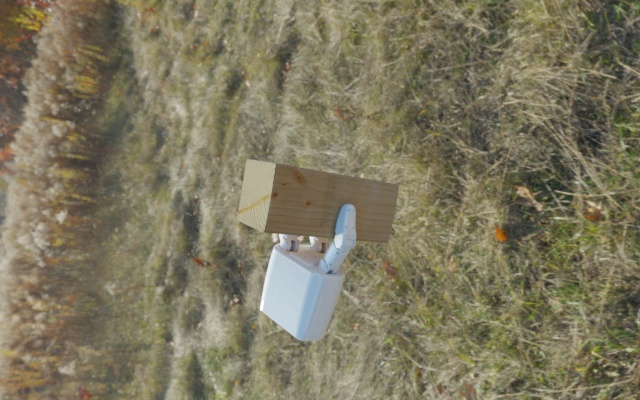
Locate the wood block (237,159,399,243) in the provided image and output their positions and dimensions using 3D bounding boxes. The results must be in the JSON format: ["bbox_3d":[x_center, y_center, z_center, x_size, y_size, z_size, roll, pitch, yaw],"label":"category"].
[{"bbox_3d":[0.000,0.003,0.680,0.206,0.090,0.091,7,5,-33],"label":"wood block"}]
